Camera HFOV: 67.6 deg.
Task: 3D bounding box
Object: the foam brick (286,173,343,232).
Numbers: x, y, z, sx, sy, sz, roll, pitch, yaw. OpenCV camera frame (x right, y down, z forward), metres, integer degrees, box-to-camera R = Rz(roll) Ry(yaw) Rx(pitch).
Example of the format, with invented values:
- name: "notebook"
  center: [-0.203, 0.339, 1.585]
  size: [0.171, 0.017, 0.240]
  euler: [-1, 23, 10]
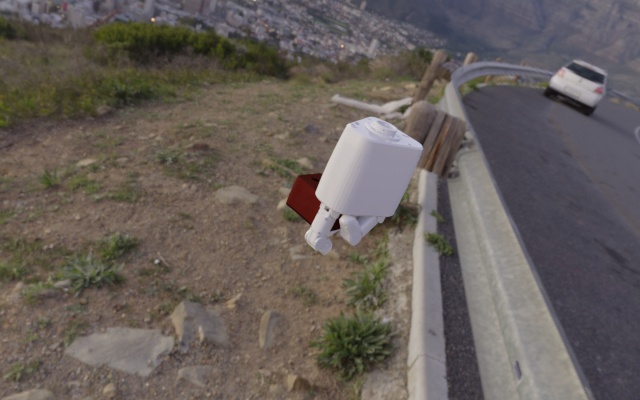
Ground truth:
- name: "foam brick"
  center: [0.000, 0.002, 0.682]
  size: [0.078, 0.051, 0.053]
  euler: [39, 30, 30]
